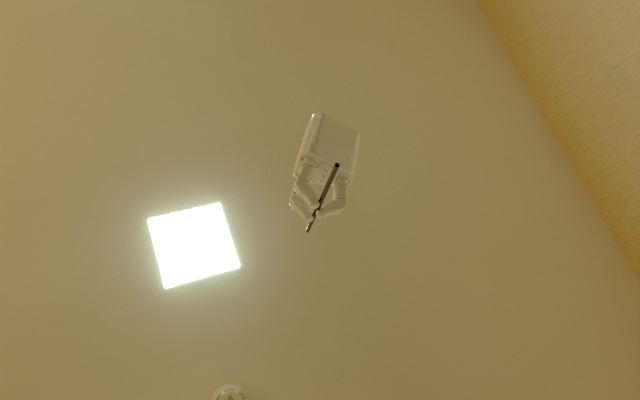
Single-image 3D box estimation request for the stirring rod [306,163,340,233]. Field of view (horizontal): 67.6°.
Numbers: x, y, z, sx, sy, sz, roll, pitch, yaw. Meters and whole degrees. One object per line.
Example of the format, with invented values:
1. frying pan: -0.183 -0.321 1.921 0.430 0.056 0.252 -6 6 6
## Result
1. stirring rod: 0.000 0.003 0.827 0.011 0.011 0.240 0 -28 -14
